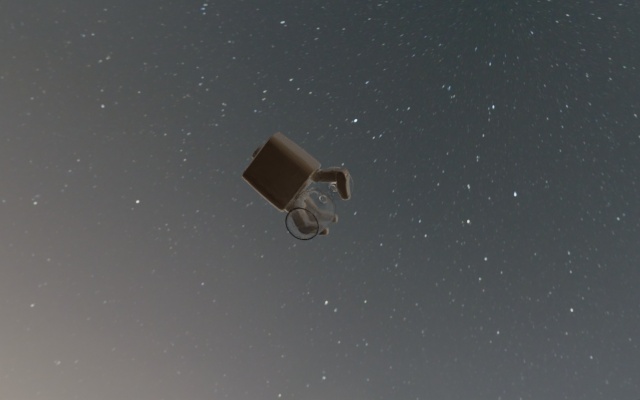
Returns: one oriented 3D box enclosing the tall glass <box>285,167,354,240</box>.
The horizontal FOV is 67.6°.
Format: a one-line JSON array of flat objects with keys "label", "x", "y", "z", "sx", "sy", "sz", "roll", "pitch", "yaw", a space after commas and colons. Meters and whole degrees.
[{"label": "tall glass", "x": 0.001, "y": 0.003, "z": 0.900, "sx": 0.079, "sy": 0.079, "sz": 0.201, "roll": 0, "pitch": 23, "yaw": 20}]
